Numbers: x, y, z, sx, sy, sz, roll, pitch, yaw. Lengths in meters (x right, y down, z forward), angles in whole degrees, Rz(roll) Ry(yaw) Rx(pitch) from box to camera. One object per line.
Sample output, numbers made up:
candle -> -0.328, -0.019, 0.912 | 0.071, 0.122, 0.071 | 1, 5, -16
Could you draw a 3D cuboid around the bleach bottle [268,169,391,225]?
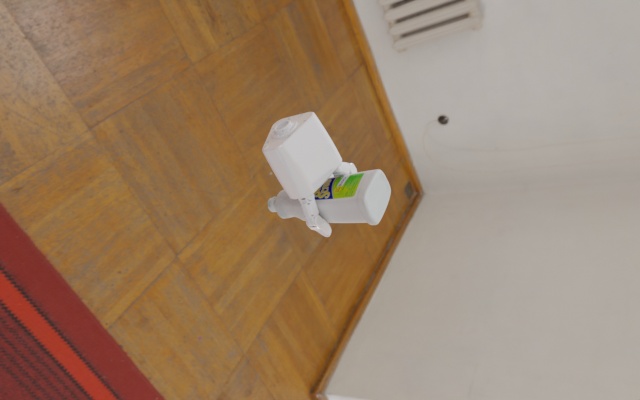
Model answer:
bleach bottle -> 0.000, 0.003, 0.891 | 0.251, 0.068, 0.102 | -7, 38, 35
